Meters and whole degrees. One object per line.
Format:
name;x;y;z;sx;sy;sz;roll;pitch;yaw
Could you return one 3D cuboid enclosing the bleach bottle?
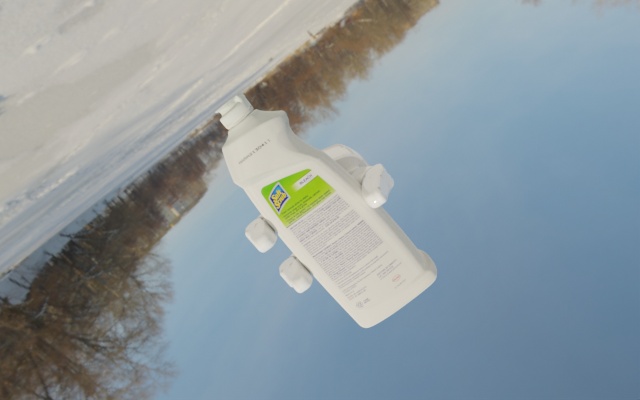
bleach bottle;0.000;0.002;0.456;0.102;0.251;0.068;-38;15;4
